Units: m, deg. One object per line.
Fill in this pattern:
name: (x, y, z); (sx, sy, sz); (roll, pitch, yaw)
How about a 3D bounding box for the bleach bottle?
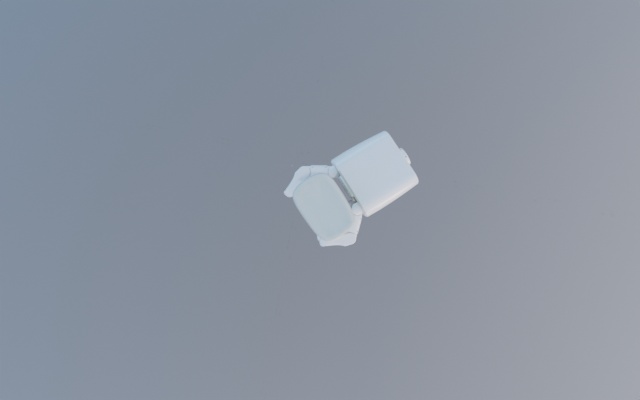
bleach bottle: (0.000, 0.003, 0.815); (0.068, 0.102, 0.251); (-33, 5, 0)
